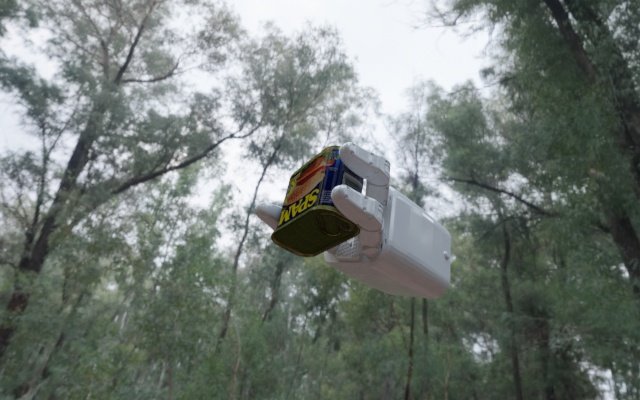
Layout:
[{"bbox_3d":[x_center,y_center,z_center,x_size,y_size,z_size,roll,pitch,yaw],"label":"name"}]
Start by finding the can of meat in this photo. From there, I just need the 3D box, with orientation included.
[{"bbox_3d":[0.000,0.001,0.505,0.057,0.084,0.102,30,-38,-25],"label":"can of meat"}]
